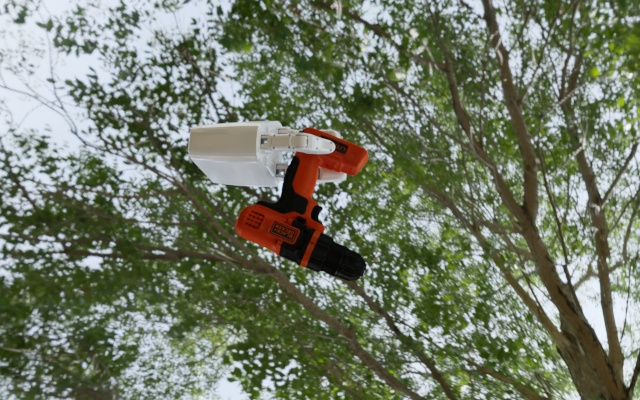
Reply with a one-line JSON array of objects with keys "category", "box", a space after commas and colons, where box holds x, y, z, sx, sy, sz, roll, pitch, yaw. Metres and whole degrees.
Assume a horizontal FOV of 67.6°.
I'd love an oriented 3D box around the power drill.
[{"category": "power drill", "box": [0.000, 0.002, 0.661, 0.184, 0.187, 0.057, 23, -24, 3]}]
